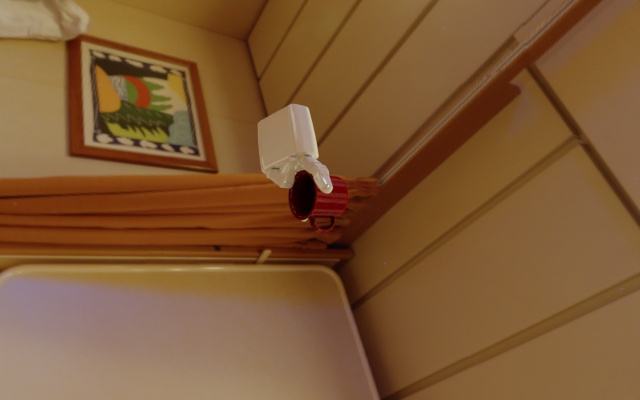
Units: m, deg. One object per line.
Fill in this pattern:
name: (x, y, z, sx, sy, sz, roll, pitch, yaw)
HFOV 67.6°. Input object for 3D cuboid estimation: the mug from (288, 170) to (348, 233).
mug: (0.001, 0.004, 0.894, 0.081, 0.117, 0.093, 3, -22, -36)
